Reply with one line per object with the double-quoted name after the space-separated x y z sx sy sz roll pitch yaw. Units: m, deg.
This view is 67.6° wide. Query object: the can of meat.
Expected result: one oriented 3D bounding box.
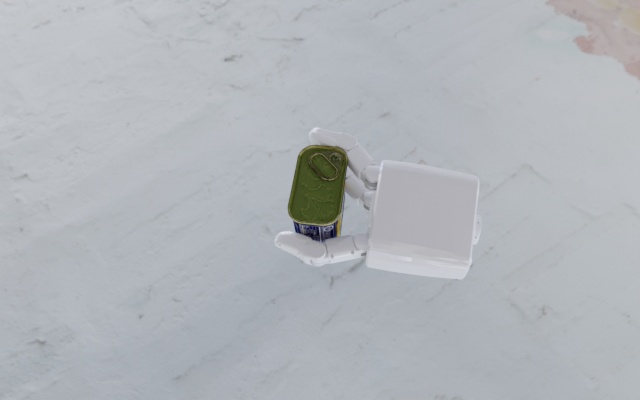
0.000 0.002 0.551 0.057 0.102 0.084 5 -30 6 "can of meat"
